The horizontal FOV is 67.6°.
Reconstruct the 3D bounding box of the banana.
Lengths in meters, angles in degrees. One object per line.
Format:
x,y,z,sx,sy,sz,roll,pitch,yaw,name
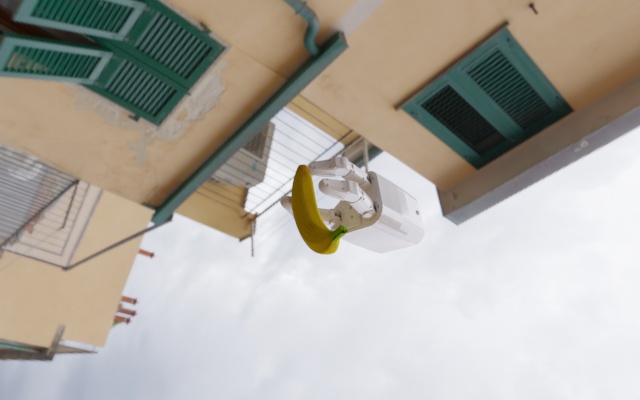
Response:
-0.009,0.019,0.660,0.037,0.070,0.197,24,18,-30,banana
